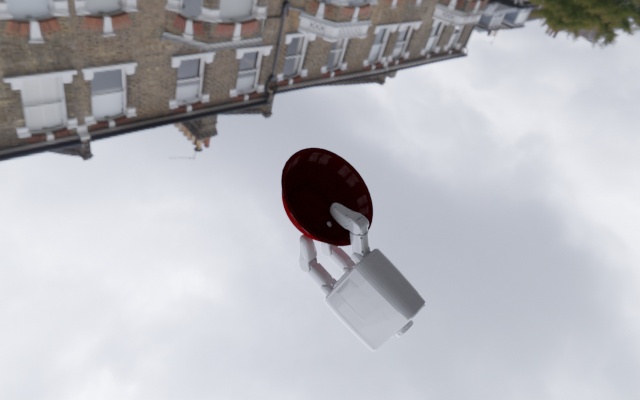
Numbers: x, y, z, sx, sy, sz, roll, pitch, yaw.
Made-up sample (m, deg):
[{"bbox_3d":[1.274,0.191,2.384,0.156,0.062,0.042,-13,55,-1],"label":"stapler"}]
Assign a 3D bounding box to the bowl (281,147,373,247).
[{"bbox_3d":[-0.001,0.001,0.723,0.162,0.162,0.055,0,-25,-36],"label":"bowl"}]
